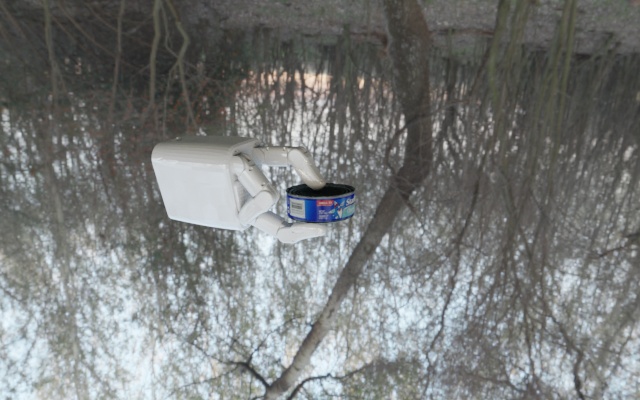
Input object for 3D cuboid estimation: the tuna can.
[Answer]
[{"bbox_3d":[0.000,0.003,0.592,0.086,0.034,0.086,-1,13,0],"label":"tuna can"}]
